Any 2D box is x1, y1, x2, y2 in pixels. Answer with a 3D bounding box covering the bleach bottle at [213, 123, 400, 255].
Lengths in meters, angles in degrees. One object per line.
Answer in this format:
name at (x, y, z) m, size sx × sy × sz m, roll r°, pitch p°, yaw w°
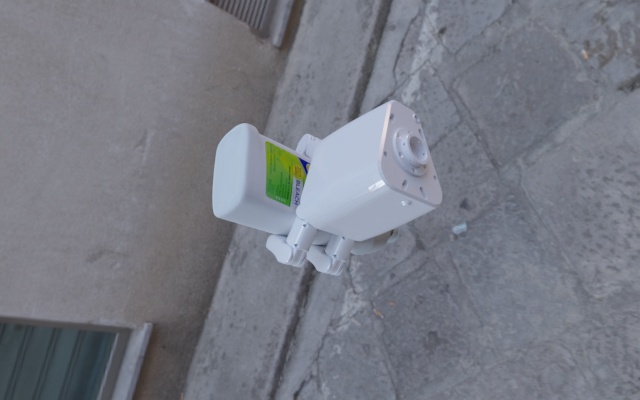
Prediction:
bleach bottle at (0.000, 0.002, 0.561) m, size 0.251 × 0.102 × 0.068 m, roll 19°, pitch -31°, yaw -37°
